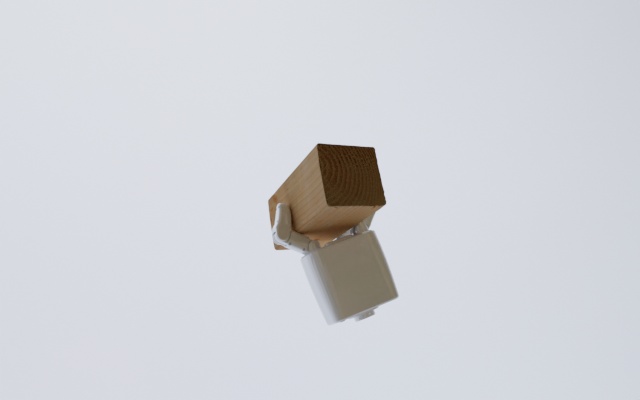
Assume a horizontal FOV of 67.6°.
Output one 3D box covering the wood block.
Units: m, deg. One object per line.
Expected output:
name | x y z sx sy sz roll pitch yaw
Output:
wood block | 0.000 0.003 0.709 0.091 0.090 0.206 0 -21 -26
